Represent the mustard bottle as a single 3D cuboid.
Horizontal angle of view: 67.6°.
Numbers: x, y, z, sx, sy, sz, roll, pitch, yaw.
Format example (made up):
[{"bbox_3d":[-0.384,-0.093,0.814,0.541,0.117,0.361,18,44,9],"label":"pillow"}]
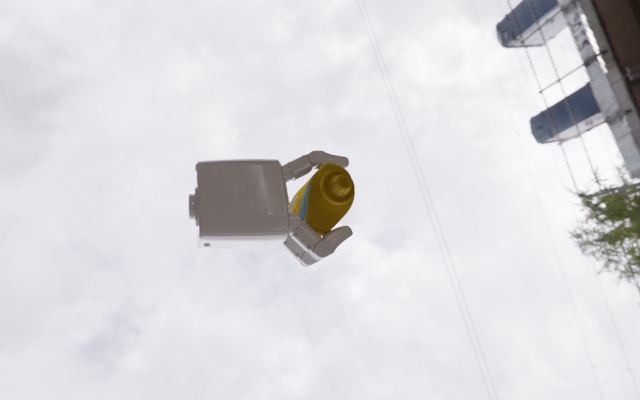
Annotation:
[{"bbox_3d":[0.000,0.002,0.631,0.058,0.096,0.192,23,-20,-10],"label":"mustard bottle"}]
